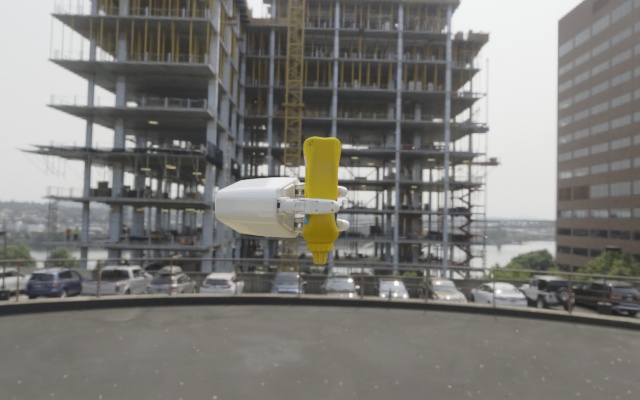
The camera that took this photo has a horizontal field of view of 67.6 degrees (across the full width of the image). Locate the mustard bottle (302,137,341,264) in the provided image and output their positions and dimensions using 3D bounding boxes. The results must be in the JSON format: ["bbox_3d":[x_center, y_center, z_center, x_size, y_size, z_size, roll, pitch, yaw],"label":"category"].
[{"bbox_3d":[0.000,0.002,0.741,0.058,0.191,0.096,2,-2,-6],"label":"mustard bottle"}]
